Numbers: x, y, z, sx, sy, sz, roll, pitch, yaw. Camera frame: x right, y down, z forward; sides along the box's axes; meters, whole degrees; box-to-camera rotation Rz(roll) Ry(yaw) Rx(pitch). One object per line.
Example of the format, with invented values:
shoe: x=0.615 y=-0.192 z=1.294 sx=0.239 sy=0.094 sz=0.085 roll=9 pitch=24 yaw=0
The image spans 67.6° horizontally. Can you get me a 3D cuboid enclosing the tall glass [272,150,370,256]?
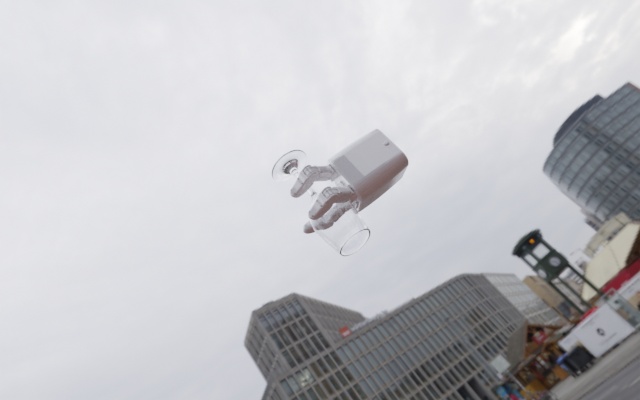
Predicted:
tall glass: x=0.000 y=0.002 z=0.816 sx=0.079 sy=0.079 sz=0.201 roll=0 pitch=42 yaw=-49
